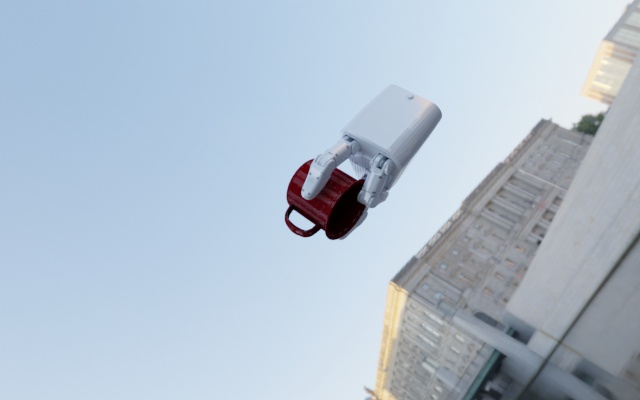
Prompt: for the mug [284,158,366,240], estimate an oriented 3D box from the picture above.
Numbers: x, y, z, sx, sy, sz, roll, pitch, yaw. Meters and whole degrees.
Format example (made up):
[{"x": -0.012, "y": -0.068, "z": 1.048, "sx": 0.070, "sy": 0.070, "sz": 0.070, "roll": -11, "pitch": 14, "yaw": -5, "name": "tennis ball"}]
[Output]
[{"x": -0.001, "y": 0.003, "z": 0.648, "sx": 0.081, "sy": 0.117, "sz": 0.093, "roll": 33, "pitch": -24, "yaw": 28, "name": "mug"}]
